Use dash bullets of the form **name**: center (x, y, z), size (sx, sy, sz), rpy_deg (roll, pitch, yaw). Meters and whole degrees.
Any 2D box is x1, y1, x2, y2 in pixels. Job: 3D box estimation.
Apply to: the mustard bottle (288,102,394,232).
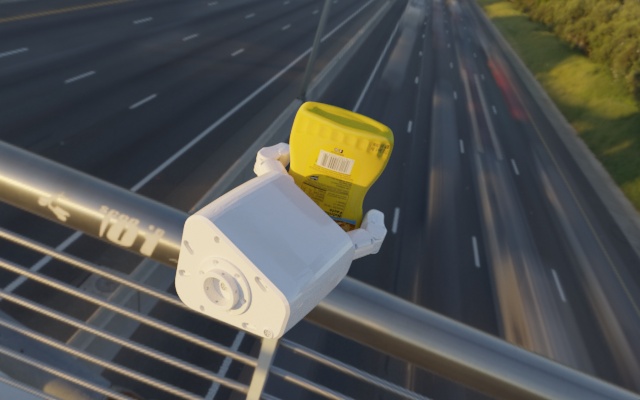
- **mustard bottle**: center (0.000, 0.001, 0.496), size (0.096, 0.192, 0.058), rpy_deg (17, 30, -3)
